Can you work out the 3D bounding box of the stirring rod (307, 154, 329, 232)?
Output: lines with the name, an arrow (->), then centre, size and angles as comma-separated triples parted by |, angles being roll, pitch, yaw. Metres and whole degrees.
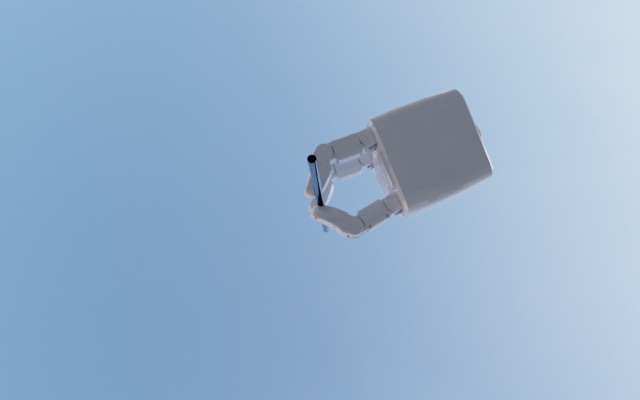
stirring rod -> 0.000, 0.002, 0.515 | 0.011, 0.011, 0.240 | 0, -18, 4
